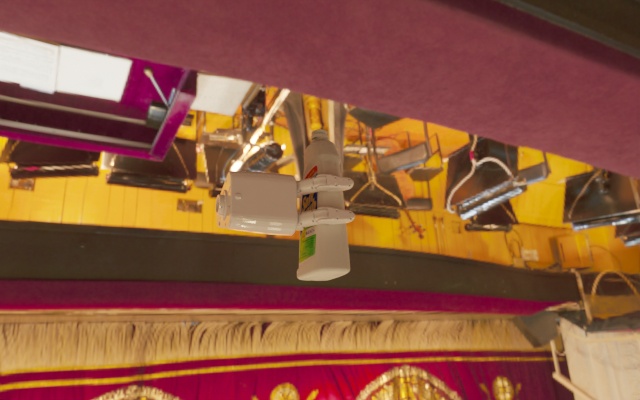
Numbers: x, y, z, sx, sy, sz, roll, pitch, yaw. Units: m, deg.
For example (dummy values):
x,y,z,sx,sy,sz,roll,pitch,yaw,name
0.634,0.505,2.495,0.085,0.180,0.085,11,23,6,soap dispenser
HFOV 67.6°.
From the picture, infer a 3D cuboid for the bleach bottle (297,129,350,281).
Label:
x,y,z,sx,sy,sz,roll,pitch,yaw,name
0.000,0.003,0.806,0.068,0.250,0.102,6,-20,-25,bleach bottle
